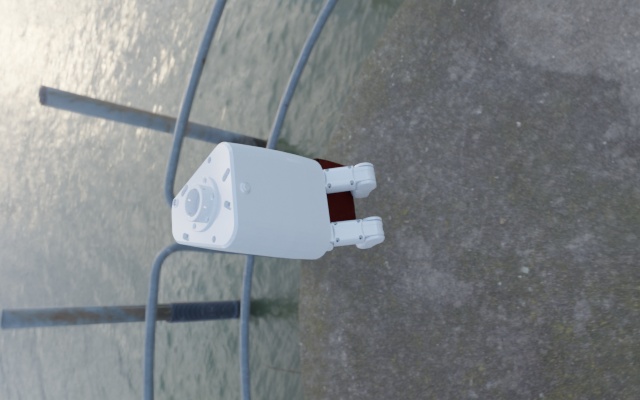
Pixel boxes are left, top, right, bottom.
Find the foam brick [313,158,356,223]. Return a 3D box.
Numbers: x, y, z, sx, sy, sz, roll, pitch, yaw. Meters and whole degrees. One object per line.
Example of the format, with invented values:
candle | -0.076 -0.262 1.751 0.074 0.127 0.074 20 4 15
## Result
foam brick | 0.000 0.001 0.512 0.051 0.078 0.053 11 -26 -44
